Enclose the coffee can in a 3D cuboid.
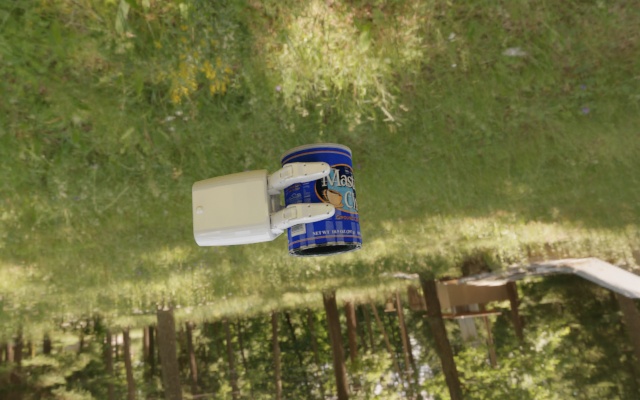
[{"bbox_3d":[0.000,0.002,0.670,0.103,0.140,0.103,-6,-14,-1],"label":"coffee can"}]
